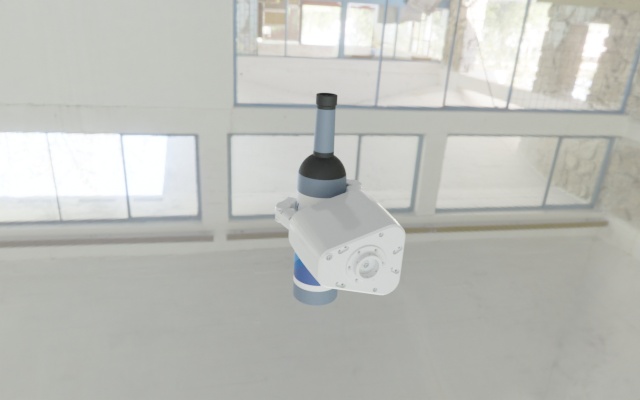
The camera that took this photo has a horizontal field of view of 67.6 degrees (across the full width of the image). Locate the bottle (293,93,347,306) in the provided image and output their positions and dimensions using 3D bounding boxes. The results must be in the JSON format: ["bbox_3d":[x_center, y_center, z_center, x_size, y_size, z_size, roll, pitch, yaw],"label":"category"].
[{"bbox_3d":[0.000,0.002,0.658,0.069,0.296,0.069,3,22,-1],"label":"bottle"}]
